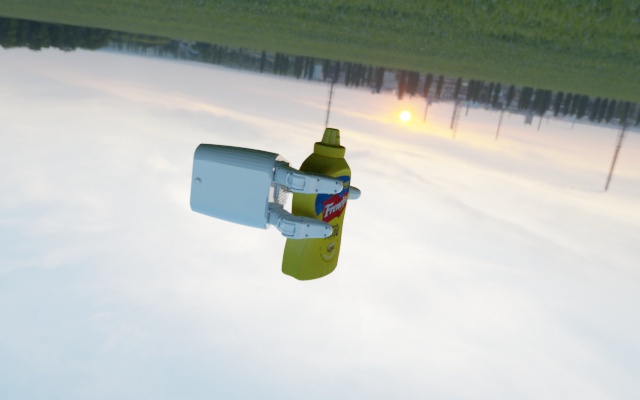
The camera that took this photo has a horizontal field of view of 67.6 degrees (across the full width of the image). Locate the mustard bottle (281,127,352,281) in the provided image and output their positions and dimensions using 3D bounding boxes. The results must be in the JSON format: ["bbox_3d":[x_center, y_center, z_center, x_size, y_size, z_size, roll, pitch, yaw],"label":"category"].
[{"bbox_3d":[0.000,0.002,0.616,0.058,0.192,0.096,18,16,33],"label":"mustard bottle"}]
